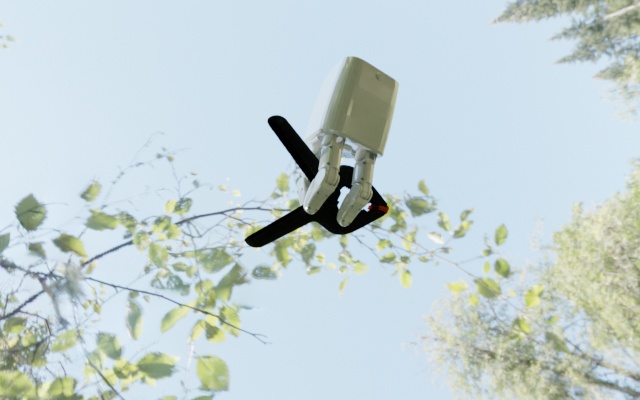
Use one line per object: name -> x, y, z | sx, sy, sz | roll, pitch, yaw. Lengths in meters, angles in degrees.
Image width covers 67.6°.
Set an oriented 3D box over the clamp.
clamp -> 0.000, 0.002, 0.629 | 0.210, 0.164, 0.036 | 22, -9, -31
